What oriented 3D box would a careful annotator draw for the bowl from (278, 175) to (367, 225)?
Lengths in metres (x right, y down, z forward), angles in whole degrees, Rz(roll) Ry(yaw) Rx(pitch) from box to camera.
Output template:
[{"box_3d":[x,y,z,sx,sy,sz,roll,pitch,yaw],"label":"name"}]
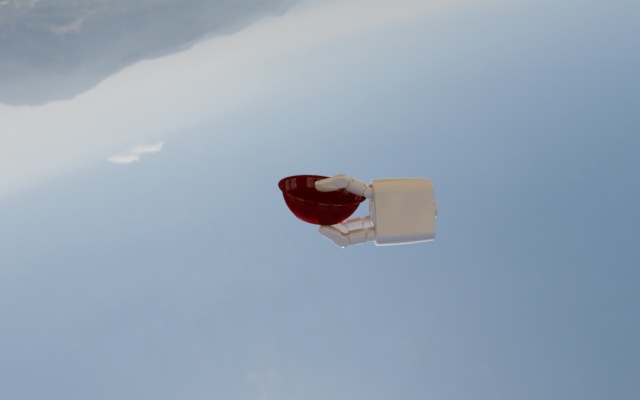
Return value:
[{"box_3d":[-0.001,0.003,0.867,0.162,0.055,0.162,8,20,-3],"label":"bowl"}]
